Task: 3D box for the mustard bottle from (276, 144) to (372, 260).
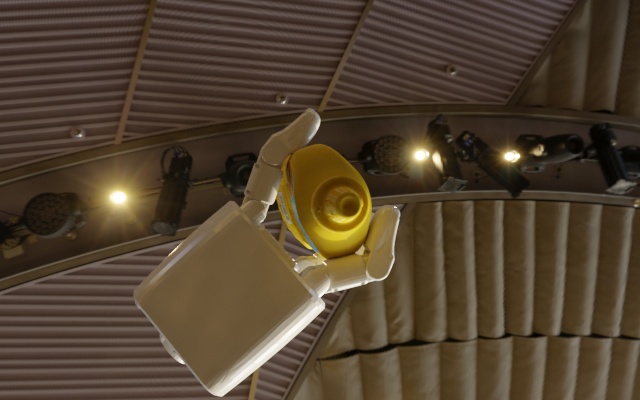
[{"bbox_3d":[0.000,0.001,0.408,0.058,0.096,0.191,-17,4,-10],"label":"mustard bottle"}]
